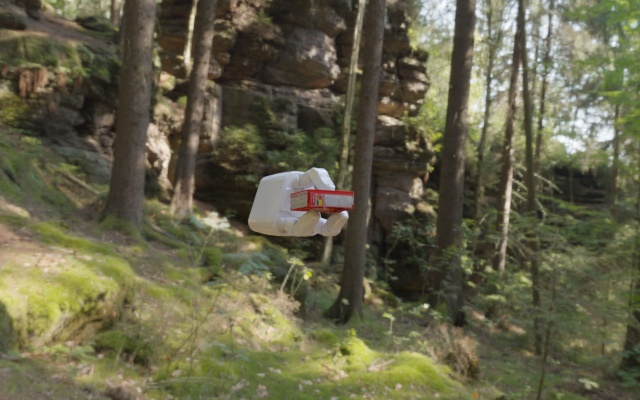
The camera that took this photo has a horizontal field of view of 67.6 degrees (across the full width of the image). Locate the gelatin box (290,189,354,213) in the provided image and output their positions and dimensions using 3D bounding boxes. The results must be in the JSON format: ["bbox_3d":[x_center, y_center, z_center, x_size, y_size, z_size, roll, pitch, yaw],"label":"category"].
[{"bbox_3d":[0.000,0.002,0.735,0.073,0.030,0.089,4,-6,-21],"label":"gelatin box"}]
